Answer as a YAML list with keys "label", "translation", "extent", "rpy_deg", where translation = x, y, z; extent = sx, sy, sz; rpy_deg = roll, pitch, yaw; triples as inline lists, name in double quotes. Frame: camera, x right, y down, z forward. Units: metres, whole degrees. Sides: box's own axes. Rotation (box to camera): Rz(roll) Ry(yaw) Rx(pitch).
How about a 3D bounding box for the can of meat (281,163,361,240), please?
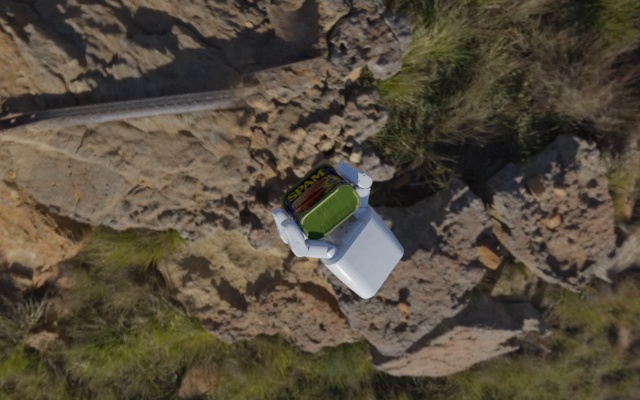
- label: "can of meat"
  translation: [0.000, 0.002, 0.712]
  extent: [0.102, 0.057, 0.084]
  rpy_deg: [-40, 32, -2]
